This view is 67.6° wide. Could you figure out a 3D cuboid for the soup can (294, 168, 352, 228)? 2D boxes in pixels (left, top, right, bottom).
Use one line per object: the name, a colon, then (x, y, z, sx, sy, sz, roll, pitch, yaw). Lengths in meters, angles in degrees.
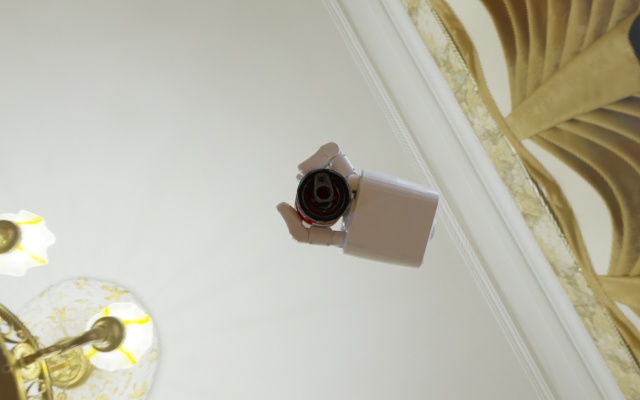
soup can: (0.000, 0.002, 0.629, 0.068, 0.068, 0.102, 0, -10, -5)
